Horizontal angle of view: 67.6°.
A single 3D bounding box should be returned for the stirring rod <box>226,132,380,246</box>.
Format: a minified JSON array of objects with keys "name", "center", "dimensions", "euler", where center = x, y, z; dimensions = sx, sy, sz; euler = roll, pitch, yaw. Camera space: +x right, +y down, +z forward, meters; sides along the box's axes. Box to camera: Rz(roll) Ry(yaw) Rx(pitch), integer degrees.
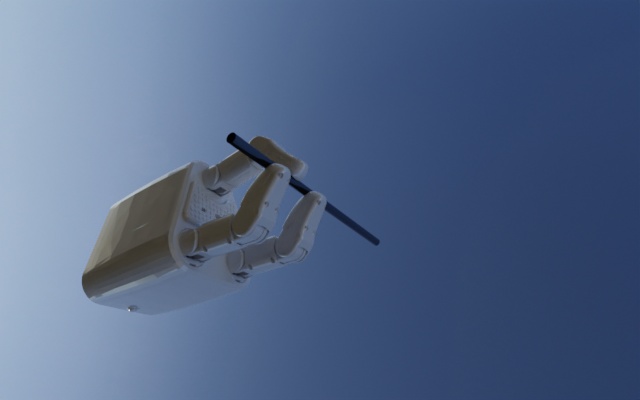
[{"name":"stirring rod","center":[0.000,0.001,0.411],"dimensions":[0.011,0.011,0.240],"euler":[0,-21,32]}]
